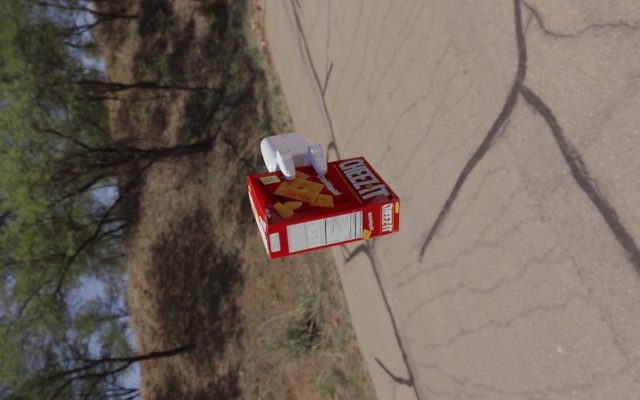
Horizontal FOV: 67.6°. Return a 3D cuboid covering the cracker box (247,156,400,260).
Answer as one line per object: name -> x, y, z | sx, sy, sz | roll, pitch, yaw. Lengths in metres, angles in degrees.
cracker box -> 0.000, 0.003, 0.786 | 0.213, 0.072, 0.164 | -11, 33, -13
